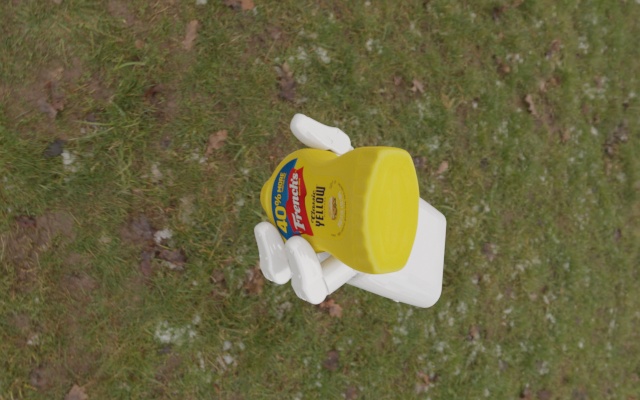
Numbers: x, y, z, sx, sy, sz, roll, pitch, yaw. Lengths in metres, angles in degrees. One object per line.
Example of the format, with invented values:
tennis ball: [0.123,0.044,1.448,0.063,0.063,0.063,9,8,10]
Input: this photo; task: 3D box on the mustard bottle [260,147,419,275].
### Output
mustard bottle: [0.000,0.001,0.427,0.058,0.096,0.191,-3,6,-35]
